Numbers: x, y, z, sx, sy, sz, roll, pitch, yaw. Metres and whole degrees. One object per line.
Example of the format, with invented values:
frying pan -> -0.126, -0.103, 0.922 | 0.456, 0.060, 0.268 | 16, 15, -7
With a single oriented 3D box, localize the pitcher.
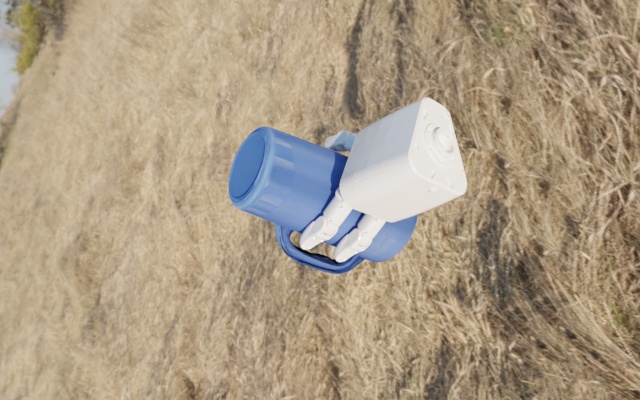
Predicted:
pitcher -> 0.000, 0.002, 0.646 | 0.243, 0.149, 0.145 | 20, -27, -33
